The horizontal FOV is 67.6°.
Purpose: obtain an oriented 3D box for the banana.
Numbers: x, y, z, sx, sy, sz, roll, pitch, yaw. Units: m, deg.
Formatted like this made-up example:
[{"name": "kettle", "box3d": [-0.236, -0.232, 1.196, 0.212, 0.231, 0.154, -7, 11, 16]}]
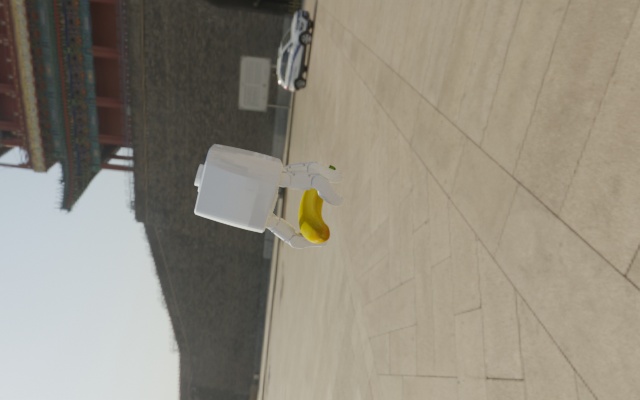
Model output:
[{"name": "banana", "box3d": [-0.008, 0.014, 0.736, 0.037, 0.070, 0.197, 25, 31, -13]}]
